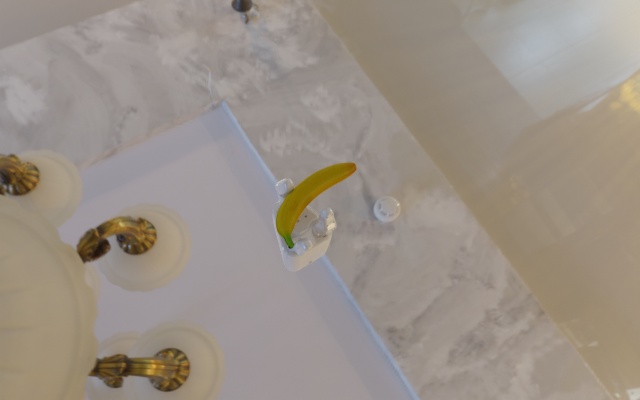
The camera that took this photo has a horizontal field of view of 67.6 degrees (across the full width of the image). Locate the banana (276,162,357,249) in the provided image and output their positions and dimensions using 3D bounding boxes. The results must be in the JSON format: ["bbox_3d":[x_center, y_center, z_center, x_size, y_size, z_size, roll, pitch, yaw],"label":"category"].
[{"bbox_3d":[-0.017,-0.004,0.809,0.069,0.197,0.037,31,-25,17],"label":"banana"}]
